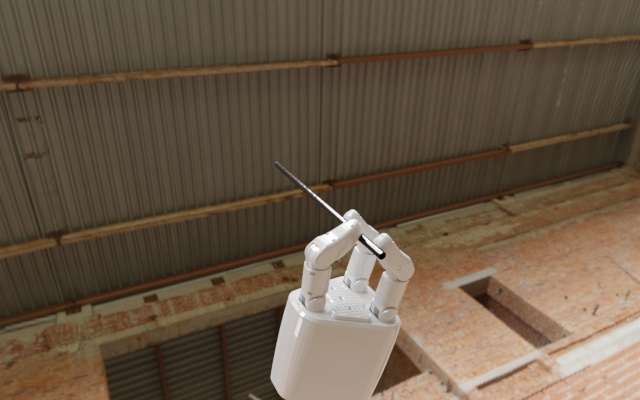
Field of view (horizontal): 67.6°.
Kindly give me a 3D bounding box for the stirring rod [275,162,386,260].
[{"bbox_3d":[0.000,0.002,0.527,0.011,0.011,0.239,0,24,-31],"label":"stirring rod"}]
